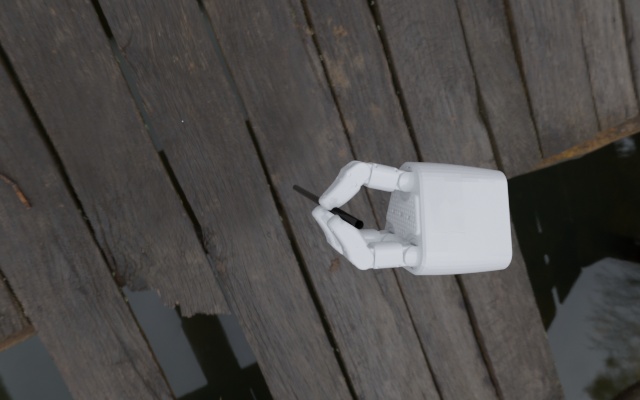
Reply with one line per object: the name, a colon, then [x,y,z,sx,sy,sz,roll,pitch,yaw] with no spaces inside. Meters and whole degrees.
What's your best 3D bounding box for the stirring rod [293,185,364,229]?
stirring rod: [0.000,0.002,0.519,0.011,0.011,0.239,0,9,-16]
